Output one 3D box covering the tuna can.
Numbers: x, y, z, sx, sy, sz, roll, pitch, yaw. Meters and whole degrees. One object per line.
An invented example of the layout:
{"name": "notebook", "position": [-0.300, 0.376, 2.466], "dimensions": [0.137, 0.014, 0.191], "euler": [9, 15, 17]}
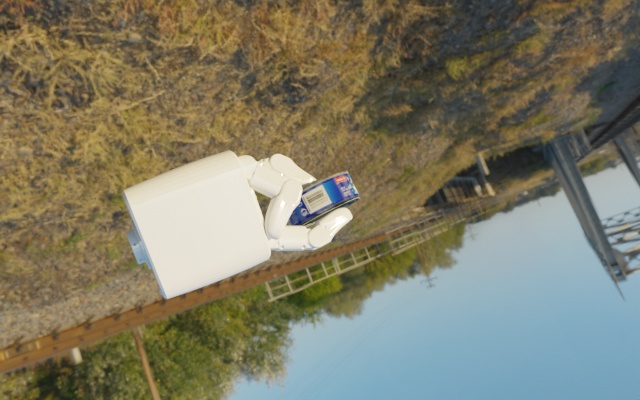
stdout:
{"name": "tuna can", "position": [0.000, 0.002, 0.534], "dimensions": [0.086, 0.033, 0.086], "euler": [-27, -6, -3]}
